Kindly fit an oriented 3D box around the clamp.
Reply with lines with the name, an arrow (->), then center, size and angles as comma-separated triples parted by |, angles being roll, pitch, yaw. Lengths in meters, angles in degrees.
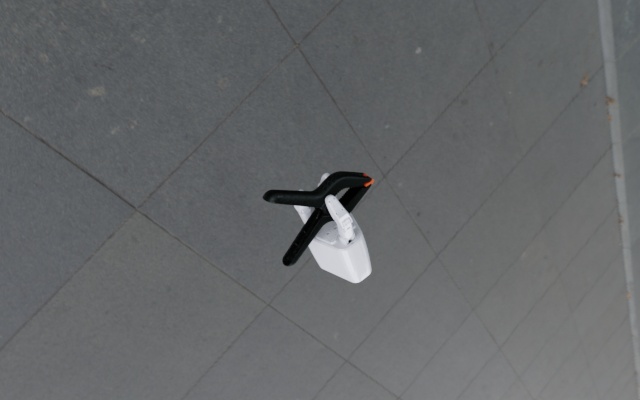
clamp -> 0.001, 0.003, 0.810 | 0.210, 0.165, 0.036 | -36, 47, -16
